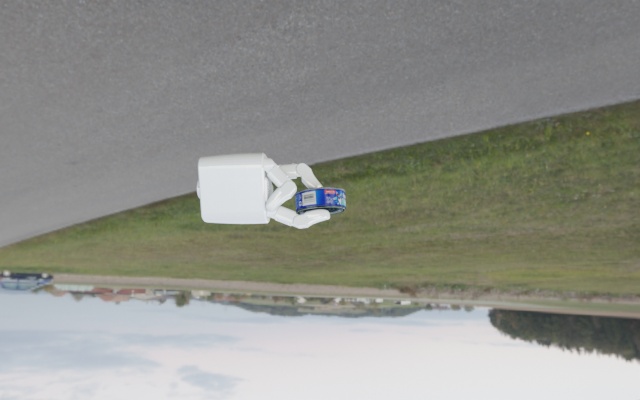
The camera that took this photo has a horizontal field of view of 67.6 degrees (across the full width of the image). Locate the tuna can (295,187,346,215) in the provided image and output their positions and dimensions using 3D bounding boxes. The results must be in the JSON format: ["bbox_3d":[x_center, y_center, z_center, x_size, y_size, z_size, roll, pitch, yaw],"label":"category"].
[{"bbox_3d":[0.000,0.003,0.807,0.086,0.033,0.086,-4,-11,-1],"label":"tuna can"}]
